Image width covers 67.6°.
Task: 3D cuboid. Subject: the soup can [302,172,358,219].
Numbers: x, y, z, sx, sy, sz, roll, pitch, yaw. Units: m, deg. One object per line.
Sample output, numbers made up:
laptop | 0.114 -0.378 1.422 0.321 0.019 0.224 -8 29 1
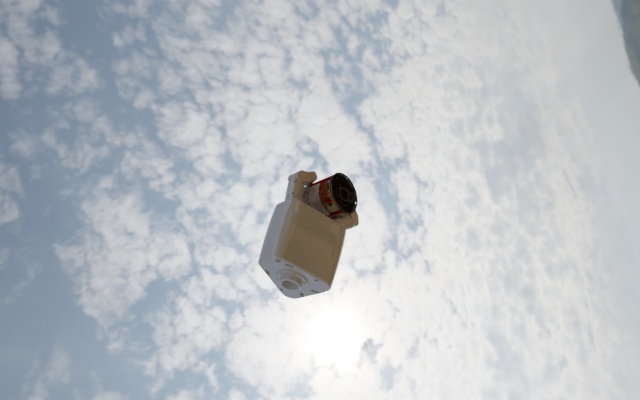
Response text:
soup can | 0.000 0.002 0.778 0.102 0.068 0.068 -21 -13 36
